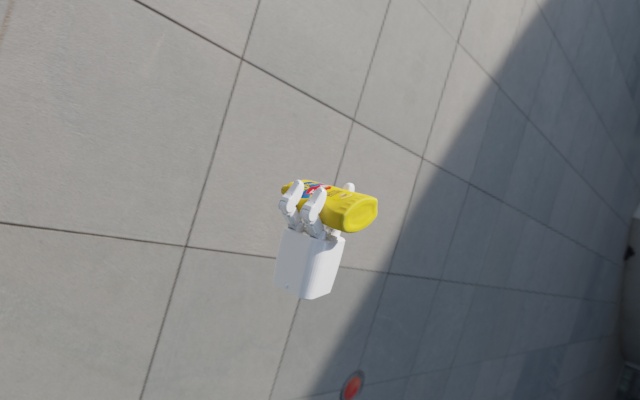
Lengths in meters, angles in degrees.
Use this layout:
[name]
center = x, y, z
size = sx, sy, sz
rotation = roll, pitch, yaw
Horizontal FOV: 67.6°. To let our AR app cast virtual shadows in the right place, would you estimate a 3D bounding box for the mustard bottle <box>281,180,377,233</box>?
[mustard bottle]
center = 0.000, 0.003, 0.849
size = 0.191, 0.058, 0.096
rotation = 18, 30, 40
